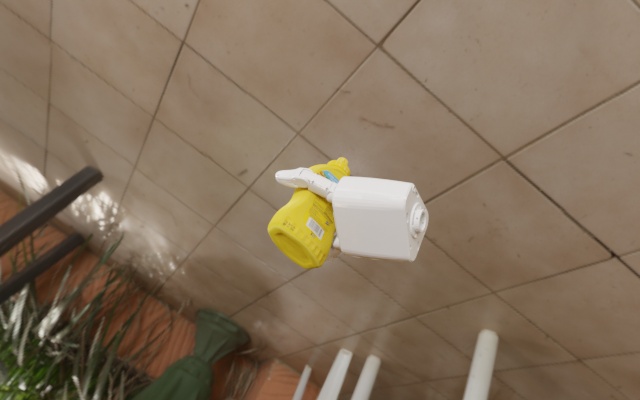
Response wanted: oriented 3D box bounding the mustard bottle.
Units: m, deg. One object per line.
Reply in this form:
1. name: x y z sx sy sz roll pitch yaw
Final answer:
1. mustard bottle: 0.000 0.003 0.723 0.058 0.191 0.096 -18 -57 46
